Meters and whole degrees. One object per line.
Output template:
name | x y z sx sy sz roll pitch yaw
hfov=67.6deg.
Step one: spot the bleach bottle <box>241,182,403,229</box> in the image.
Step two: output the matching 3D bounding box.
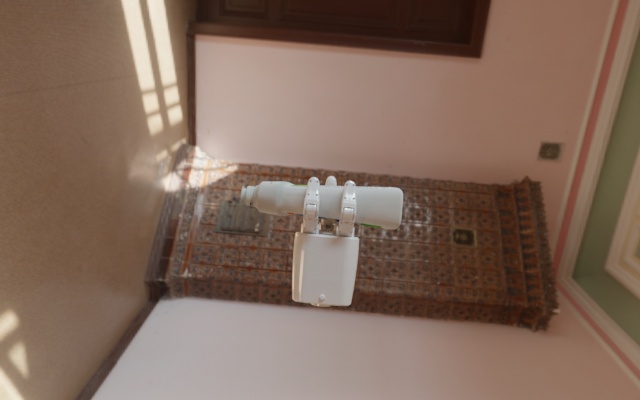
bleach bottle | 0.000 0.002 0.769 0.251 0.068 0.102 5 -1 0
